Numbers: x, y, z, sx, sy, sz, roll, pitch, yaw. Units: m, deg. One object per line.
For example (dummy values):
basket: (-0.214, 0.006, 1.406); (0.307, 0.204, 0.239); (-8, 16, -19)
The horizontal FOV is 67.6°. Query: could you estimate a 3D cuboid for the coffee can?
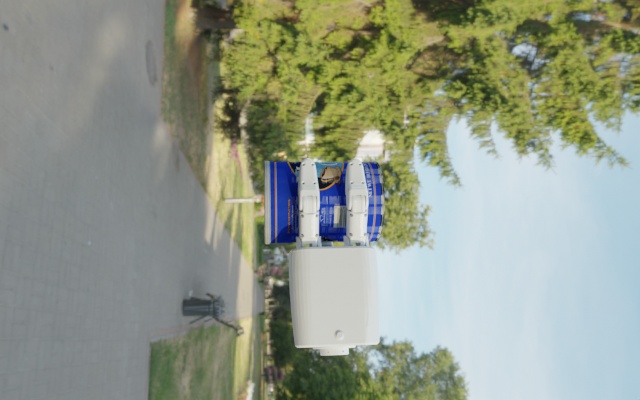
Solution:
coffee can: (0.000, 0.002, 0.597); (0.140, 0.103, 0.103); (-1, 0, -6)
